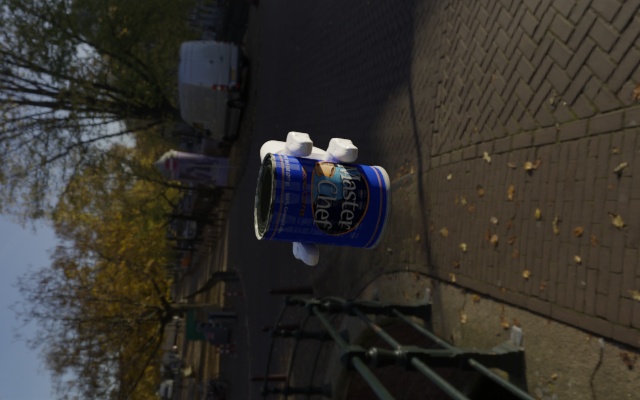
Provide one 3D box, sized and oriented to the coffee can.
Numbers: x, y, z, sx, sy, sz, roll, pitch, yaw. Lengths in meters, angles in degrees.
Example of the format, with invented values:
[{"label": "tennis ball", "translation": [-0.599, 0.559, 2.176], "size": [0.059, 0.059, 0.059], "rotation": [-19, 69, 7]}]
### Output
[{"label": "coffee can", "translation": [0.000, 0.002, 0.571], "size": [0.140, 0.103, 0.103], "rotation": [6, -2, -17]}]
